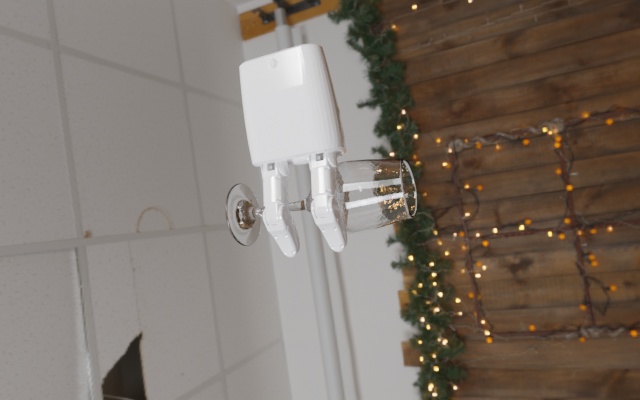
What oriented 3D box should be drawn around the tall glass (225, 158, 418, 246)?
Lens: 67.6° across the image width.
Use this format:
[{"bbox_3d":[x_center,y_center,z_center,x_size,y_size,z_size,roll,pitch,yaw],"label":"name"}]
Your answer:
[{"bbox_3d":[0.000,0.002,0.523,0.201,0.079,0.079,-9,-4,23],"label":"tall glass"}]
